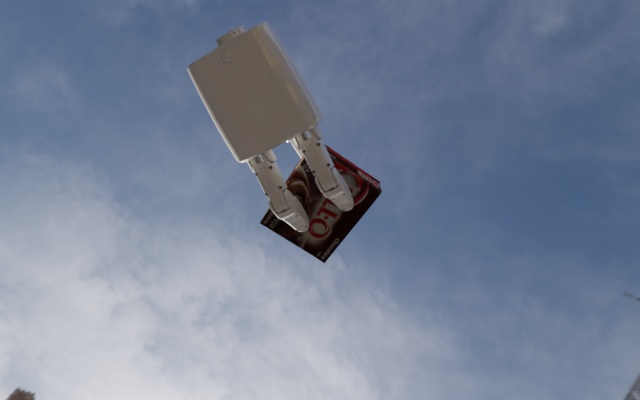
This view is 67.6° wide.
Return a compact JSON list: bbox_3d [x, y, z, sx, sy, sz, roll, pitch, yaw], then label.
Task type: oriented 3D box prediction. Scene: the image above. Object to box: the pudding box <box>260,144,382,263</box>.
[{"bbox_3d":[0.000,0.002,0.536,0.090,0.113,0.039,33,24,-9],"label":"pudding box"}]
